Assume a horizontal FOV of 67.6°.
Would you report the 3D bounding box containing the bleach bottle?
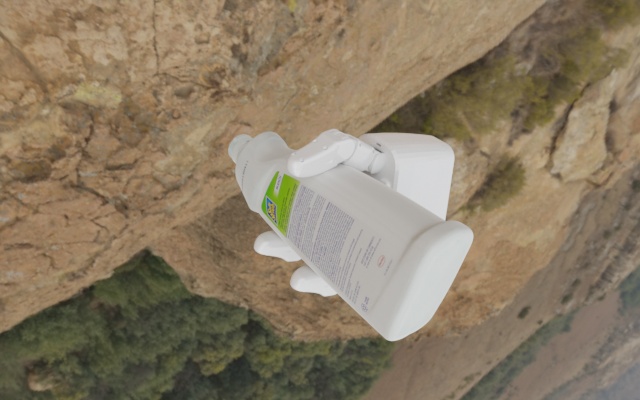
[{"bbox_3d":[0.000,0.001,0.415,0.068,0.103,0.250,-9,37,-44],"label":"bleach bottle"}]
